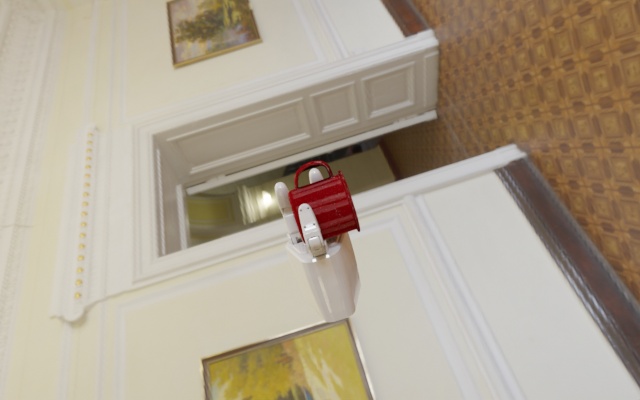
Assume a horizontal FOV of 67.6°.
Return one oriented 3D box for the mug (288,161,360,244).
[{"bbox_3d":[-0.001,0.001,0.675,0.081,0.117,0.093,-18,16,-1],"label":"mug"}]
